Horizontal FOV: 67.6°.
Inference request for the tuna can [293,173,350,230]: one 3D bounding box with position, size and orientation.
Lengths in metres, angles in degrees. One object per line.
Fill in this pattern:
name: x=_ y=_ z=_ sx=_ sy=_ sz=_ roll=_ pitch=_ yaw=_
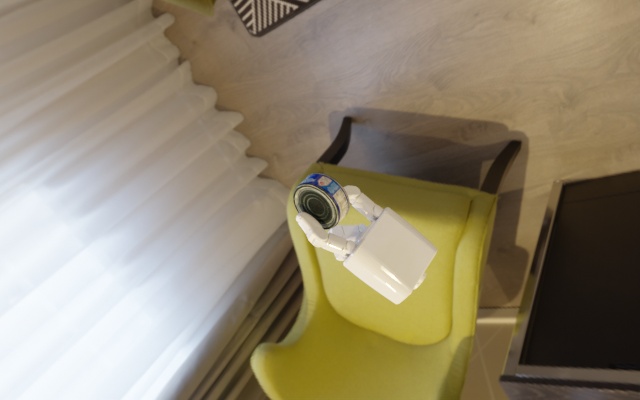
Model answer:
tuna can: x=0.000 y=0.003 z=0.732 sx=0.086 sy=0.086 sz=0.033 roll=0 pitch=32 yaw=40
